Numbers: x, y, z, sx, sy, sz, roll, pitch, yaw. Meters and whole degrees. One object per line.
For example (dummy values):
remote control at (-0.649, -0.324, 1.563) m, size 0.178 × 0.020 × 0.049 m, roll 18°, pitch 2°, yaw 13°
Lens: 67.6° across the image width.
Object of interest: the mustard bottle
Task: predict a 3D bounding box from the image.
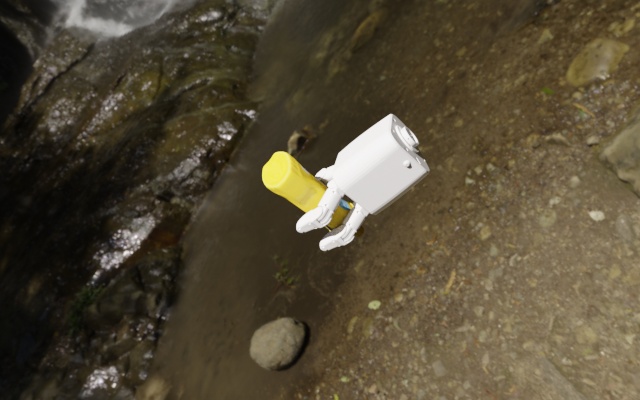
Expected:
mustard bottle at (0.000, 0.003, 0.746) m, size 0.192 × 0.058 × 0.096 m, roll 37°, pitch 5°, yaw -29°
